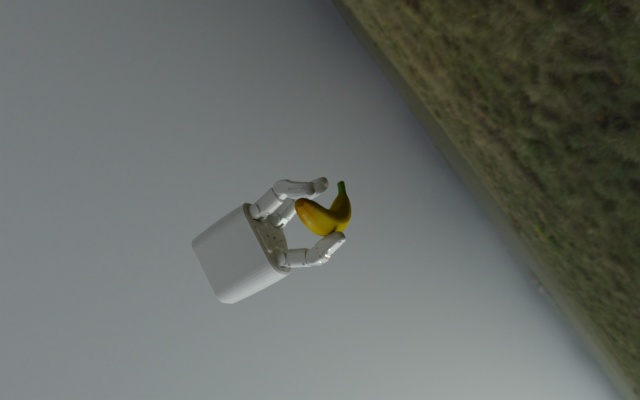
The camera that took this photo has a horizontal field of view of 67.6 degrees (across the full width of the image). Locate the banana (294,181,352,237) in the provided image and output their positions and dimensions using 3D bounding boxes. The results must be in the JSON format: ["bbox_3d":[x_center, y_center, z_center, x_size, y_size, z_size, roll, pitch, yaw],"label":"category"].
[{"bbox_3d":[0.009,0.018,0.669,0.037,0.069,0.198,-26,0,18],"label":"banana"}]
